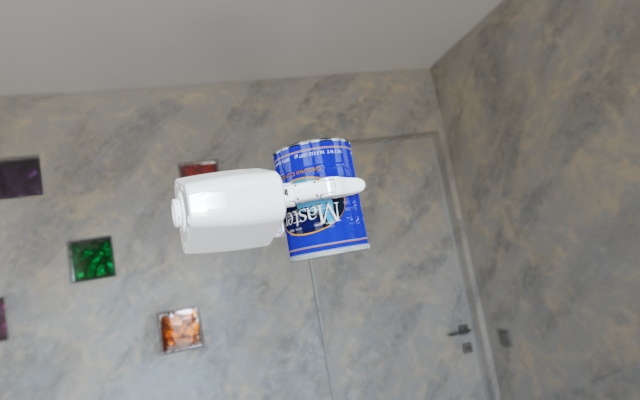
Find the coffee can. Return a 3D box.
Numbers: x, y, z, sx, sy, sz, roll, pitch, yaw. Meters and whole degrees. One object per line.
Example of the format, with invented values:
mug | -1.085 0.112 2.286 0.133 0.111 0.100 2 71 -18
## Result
coffee can | 0.000 0.002 0.611 0.103 0.140 0.103 -10 -7 -1
